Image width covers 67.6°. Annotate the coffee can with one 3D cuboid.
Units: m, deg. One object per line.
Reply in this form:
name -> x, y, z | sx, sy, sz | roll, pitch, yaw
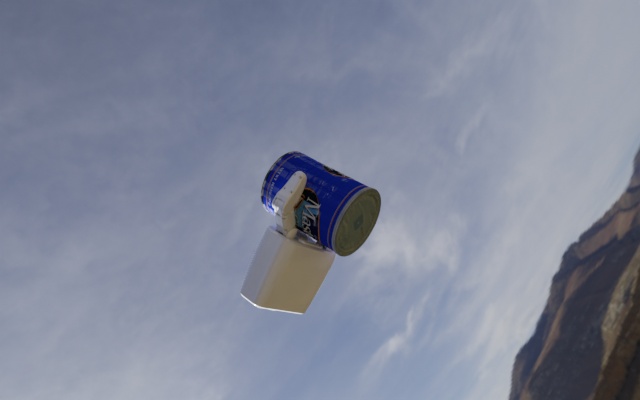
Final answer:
coffee can -> 0.000, 0.002, 0.681 | 0.140, 0.103, 0.103 | 29, 16, 31
